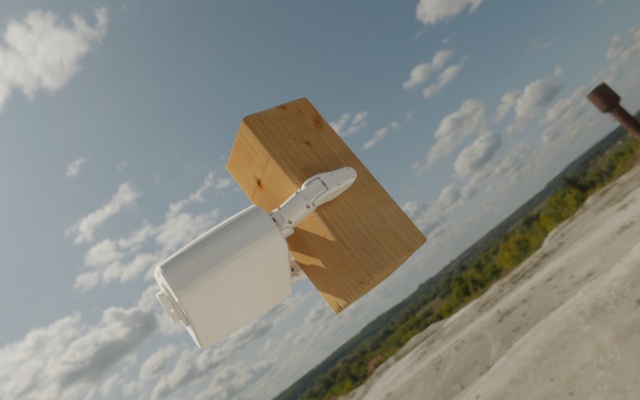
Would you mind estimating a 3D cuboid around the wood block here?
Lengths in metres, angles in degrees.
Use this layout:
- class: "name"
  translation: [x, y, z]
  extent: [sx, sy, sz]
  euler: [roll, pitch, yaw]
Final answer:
- class: "wood block"
  translation: [0.000, 0.002, 0.510]
  extent: [0.090, 0.206, 0.091]
  euler: [-27, -19, -37]
